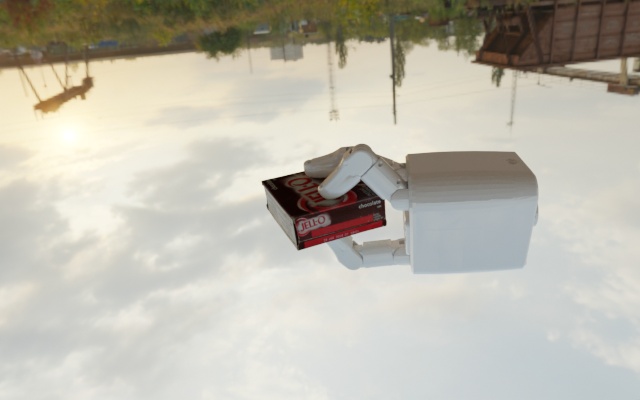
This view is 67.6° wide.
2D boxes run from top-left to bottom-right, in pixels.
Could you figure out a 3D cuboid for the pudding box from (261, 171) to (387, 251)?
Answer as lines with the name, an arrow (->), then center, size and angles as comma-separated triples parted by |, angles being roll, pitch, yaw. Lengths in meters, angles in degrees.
pudding box -> 0.000, 0.002, 0.468 | 0.090, 0.039, 0.113 | -14, 21, -17
